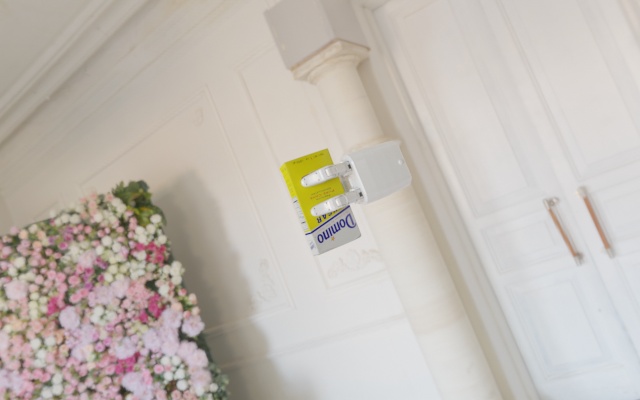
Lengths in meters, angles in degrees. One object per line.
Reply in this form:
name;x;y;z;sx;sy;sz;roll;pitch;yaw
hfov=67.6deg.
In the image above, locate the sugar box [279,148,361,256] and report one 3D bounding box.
sugar box;0.000;0.003;0.872;0.093;0.176;0.048;-21;-4;-20
